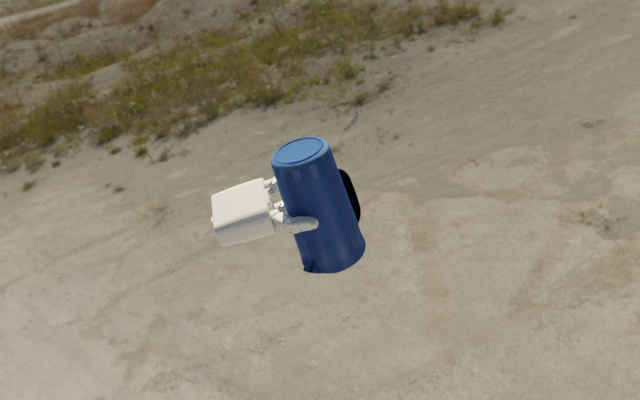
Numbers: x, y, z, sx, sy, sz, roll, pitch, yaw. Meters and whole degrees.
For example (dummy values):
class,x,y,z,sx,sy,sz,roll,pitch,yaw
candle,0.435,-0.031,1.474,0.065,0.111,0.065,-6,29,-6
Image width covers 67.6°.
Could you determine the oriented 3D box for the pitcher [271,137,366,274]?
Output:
class,x,y,z,sx,sy,sz,roll,pitch,yaw
pitcher,0.000,0.003,0.898,0.145,0.243,0.149,-17,32,2
